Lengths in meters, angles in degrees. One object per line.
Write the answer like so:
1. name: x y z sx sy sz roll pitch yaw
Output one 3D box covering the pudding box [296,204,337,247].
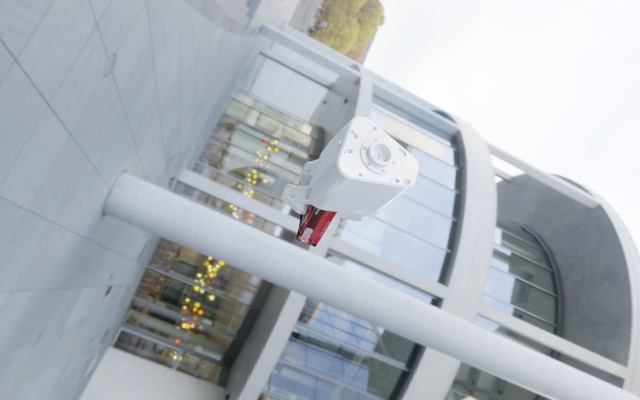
1. pudding box: 0.000 0.002 0.742 0.039 0.090 0.113 24 36 -10
